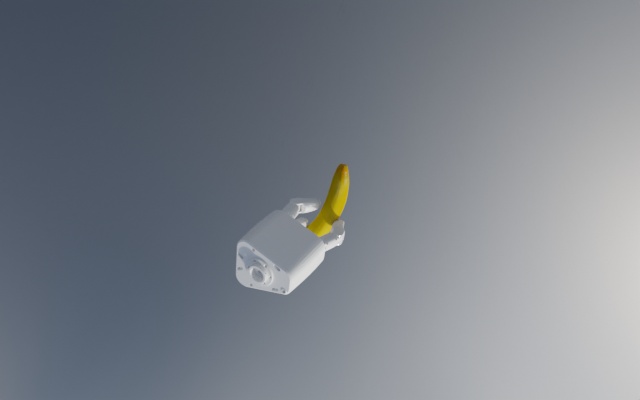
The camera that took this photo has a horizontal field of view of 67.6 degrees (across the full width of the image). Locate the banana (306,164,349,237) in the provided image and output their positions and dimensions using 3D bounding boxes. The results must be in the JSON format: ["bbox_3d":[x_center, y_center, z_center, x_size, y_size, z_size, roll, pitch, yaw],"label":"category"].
[{"bbox_3d":[0.008,0.019,0.891,0.037,0.069,0.198,-10,-32,-42],"label":"banana"}]
